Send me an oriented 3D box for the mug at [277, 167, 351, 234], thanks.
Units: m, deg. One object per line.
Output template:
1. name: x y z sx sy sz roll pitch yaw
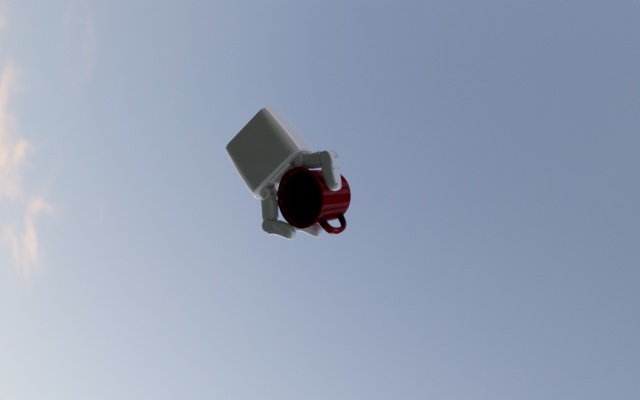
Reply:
1. mug: 0.001 0.003 0.739 0.081 0.117 0.093 -6 -38 -51
